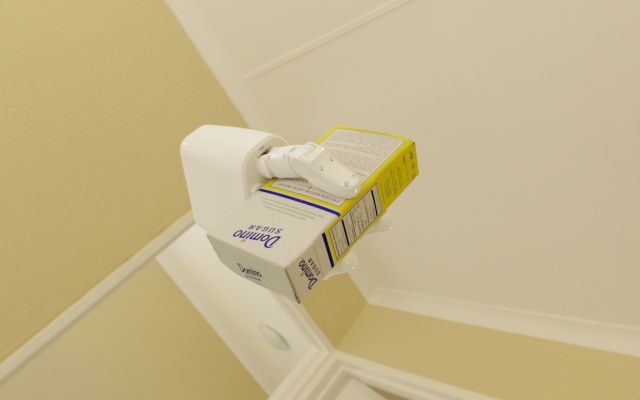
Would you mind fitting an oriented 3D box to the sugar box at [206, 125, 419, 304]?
[{"bbox_3d":[0.000,0.002,0.409,0.093,0.048,0.176,17,49,39],"label":"sugar box"}]
